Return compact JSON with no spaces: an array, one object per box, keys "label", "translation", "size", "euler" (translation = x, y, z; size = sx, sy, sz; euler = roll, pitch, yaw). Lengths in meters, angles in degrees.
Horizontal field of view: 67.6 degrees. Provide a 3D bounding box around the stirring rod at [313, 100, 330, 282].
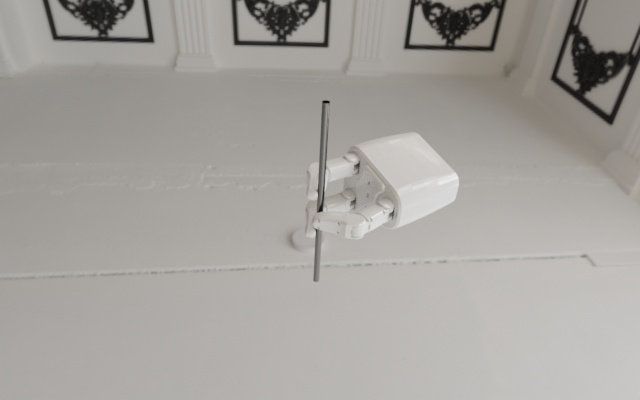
[{"label":"stirring rod","translation":[0.000,0.002,0.540],"size":[0.011,0.240,0.011],"euler":[2,34,-1]}]
